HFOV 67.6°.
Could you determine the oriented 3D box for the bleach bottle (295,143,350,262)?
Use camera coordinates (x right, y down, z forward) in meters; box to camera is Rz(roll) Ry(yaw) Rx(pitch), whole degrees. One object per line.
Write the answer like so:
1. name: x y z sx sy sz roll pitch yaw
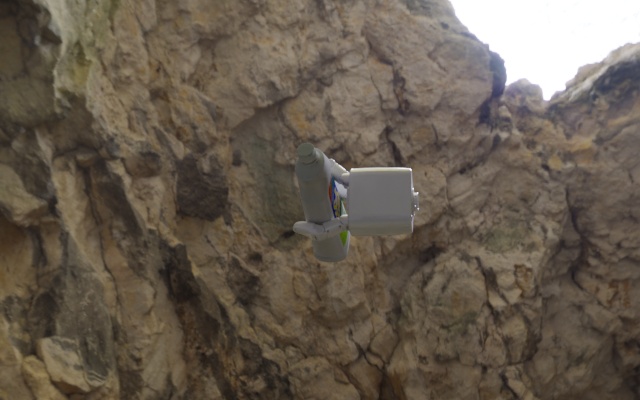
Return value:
1. bleach bottle: 0.000 0.003 0.839 0.068 0.102 0.251 0 -37 14
